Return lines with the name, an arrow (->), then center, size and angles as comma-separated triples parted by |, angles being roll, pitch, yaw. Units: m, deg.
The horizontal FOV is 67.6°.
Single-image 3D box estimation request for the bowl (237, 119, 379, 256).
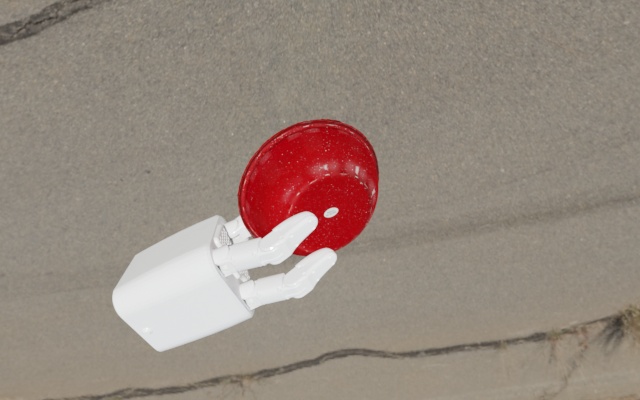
bowl -> 0.001, 0.001, 0.491 | 0.162, 0.162, 0.055 | 0, 29, -25
